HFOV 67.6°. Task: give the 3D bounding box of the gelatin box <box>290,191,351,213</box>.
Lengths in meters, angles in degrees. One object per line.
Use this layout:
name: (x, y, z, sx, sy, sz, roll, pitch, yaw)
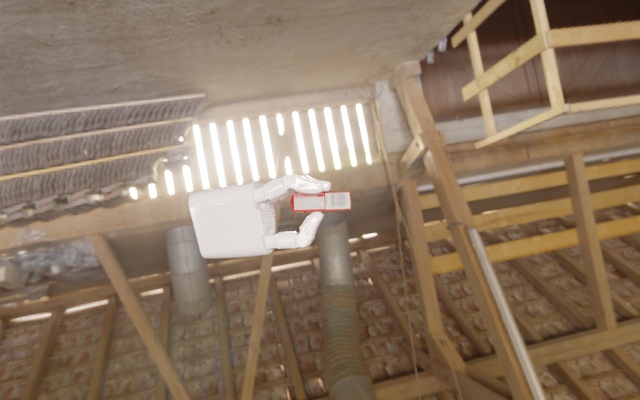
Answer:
gelatin box: (0.000, 0.003, 0.734, 0.089, 0.030, 0.073, -2, -3, 0)
